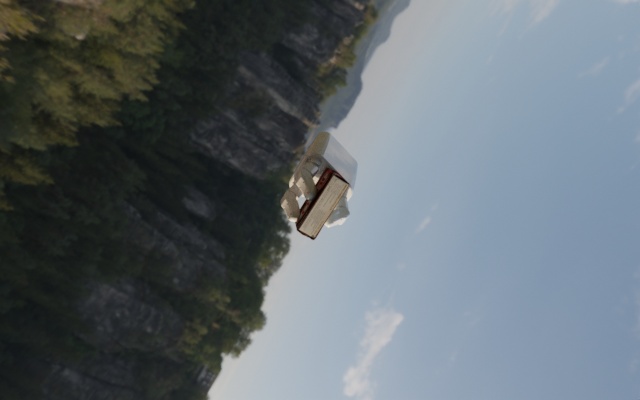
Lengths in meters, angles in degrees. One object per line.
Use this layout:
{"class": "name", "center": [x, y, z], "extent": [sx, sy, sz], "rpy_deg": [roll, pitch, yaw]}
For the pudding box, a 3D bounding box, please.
{"class": "pudding box", "center": [0.000, 0.003, 0.806], "extent": [0.039, 0.113, 0.090], "rpy_deg": [30, 6, -10]}
